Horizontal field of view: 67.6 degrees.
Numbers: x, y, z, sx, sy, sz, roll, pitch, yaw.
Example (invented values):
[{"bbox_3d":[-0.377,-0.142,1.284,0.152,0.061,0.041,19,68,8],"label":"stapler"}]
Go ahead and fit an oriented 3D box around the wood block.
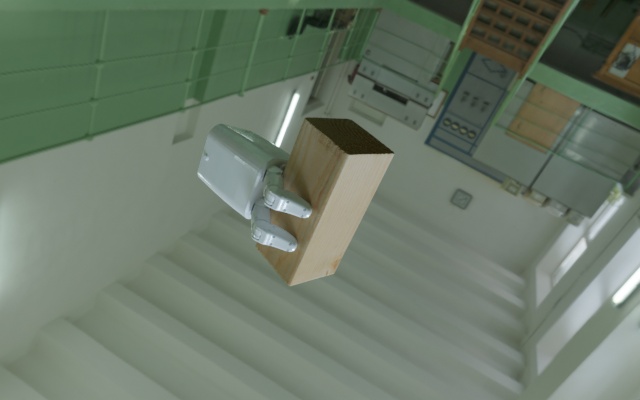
[{"bbox_3d":[0.000,0.002,0.639,0.091,0.206,0.090,-8,42,-44],"label":"wood block"}]
